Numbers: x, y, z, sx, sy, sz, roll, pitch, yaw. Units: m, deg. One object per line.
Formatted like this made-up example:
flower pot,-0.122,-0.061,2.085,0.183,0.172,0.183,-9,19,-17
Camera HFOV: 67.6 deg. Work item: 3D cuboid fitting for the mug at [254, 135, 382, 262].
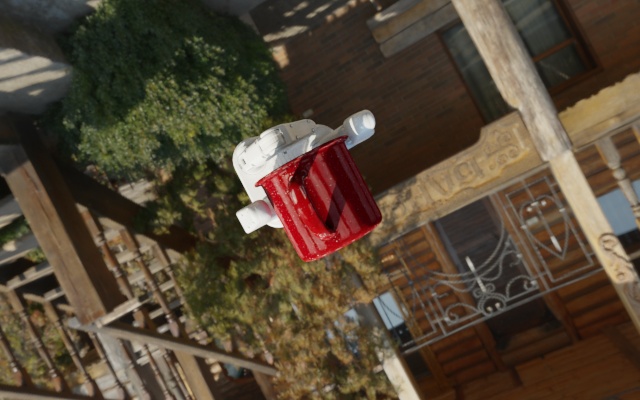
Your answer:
mug,0.000,0.002,0.407,0.093,0.081,0.117,-28,1,9
